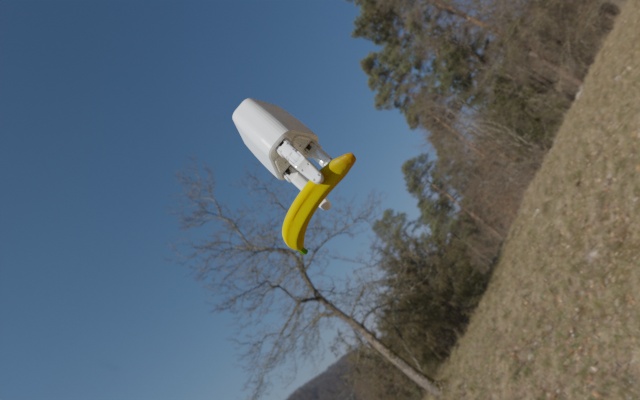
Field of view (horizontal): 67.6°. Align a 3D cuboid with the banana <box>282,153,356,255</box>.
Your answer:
[{"bbox_3d":[-0.013,0.007,0.746,0.037,0.198,0.069,43,29,28],"label":"banana"}]
